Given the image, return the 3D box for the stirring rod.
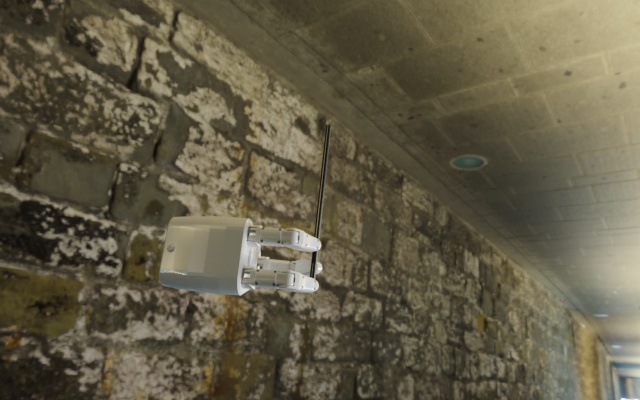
[{"bbox_3d":[0.000,0.002,0.670,0.011,0.239,0.011,5,-19,2],"label":"stirring rod"}]
